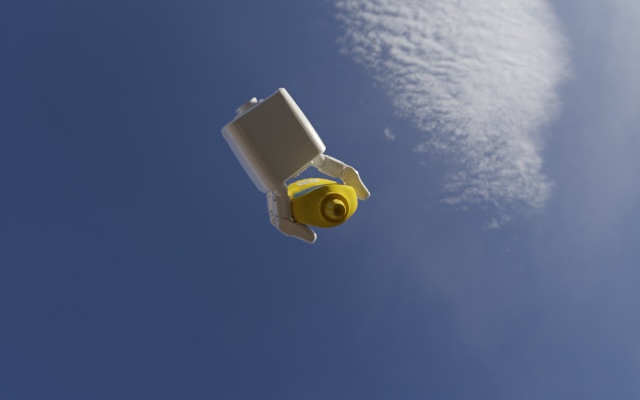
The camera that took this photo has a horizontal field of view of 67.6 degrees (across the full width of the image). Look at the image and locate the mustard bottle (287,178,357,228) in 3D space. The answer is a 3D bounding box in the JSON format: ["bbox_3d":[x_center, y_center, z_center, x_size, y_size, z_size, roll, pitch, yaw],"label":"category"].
[{"bbox_3d":[0.000,0.003,0.688,0.096,0.058,0.191,-11,8,-13],"label":"mustard bottle"}]
